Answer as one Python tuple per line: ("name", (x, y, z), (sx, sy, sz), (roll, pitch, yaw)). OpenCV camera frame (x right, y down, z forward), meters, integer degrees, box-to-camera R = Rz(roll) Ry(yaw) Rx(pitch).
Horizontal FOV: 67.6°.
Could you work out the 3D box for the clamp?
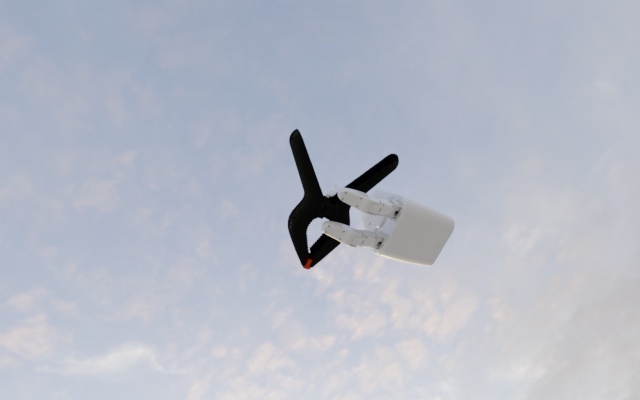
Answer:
("clamp", (0.000, 0.002, 0.688), (0.164, 0.210, 0.036), (19, 20, -23))
